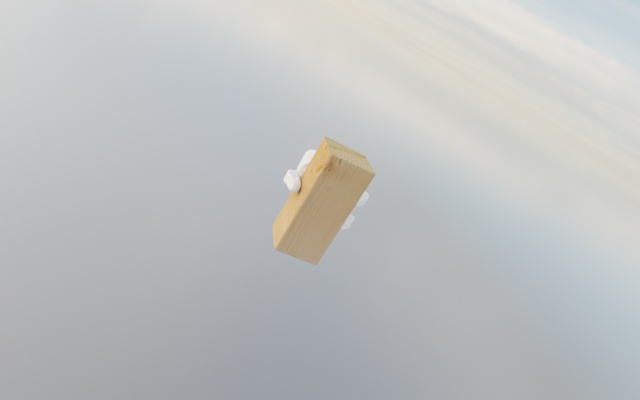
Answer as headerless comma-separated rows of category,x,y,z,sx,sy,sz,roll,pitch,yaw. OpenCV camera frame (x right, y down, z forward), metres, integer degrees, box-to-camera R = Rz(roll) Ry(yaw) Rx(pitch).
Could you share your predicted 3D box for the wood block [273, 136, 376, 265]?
wood block,0.000,0.002,0.867,0.091,0.206,0.090,24,22,-19
